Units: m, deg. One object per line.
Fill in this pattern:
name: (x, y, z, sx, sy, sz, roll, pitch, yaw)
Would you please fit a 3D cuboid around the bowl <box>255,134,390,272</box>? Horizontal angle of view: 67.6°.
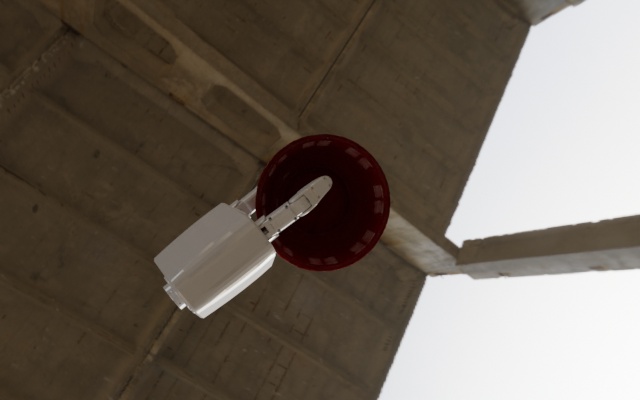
bowl: (0.001, 0.001, 0.583, 0.162, 0.162, 0.055, 0, 4, -11)
